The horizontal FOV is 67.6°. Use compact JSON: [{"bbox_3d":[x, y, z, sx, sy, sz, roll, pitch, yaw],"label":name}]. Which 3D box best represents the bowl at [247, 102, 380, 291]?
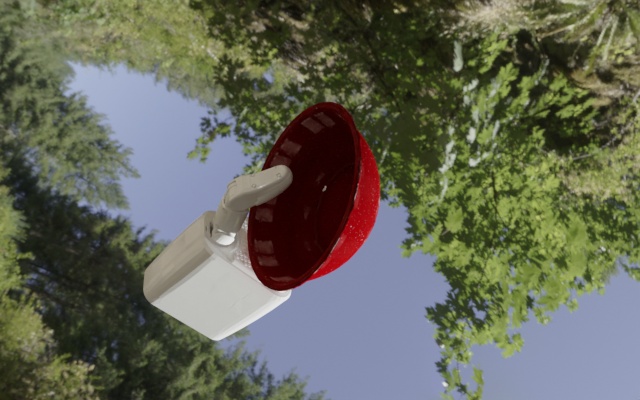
[{"bbox_3d":[0.001,0.001,0.407,0.055,0.162,0.162,19,-10,-32],"label":"bowl"}]
